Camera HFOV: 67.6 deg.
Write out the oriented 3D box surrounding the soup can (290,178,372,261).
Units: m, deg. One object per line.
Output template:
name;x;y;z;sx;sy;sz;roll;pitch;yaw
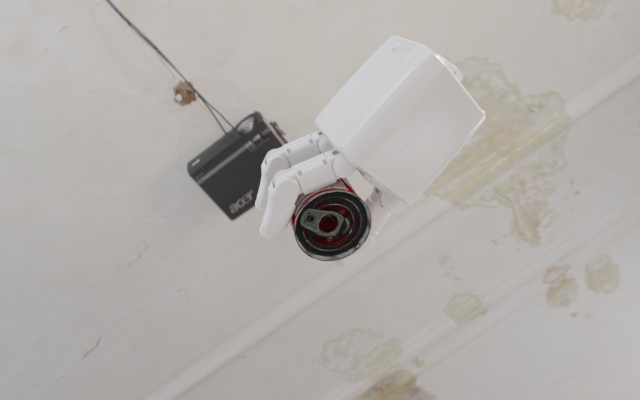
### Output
soup can;0.000;0.002;0.448;0.068;0.068;0.102;0;25;-14
